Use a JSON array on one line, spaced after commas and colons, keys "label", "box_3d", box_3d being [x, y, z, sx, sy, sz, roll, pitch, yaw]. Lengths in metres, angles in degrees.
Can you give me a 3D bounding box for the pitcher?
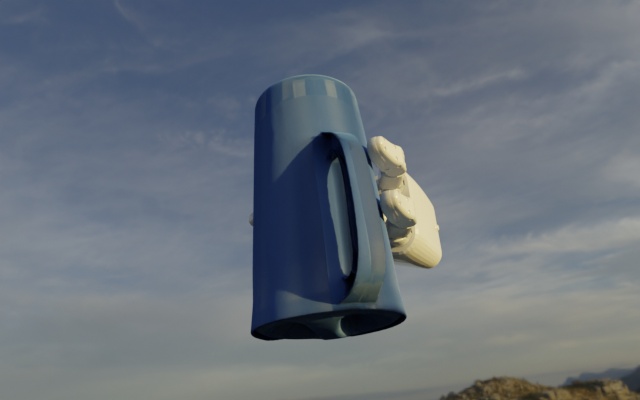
[{"label": "pitcher", "box_3d": [0.000, 0.002, 0.447, 0.149, 0.242, 0.145, -18, -26, 23]}]
